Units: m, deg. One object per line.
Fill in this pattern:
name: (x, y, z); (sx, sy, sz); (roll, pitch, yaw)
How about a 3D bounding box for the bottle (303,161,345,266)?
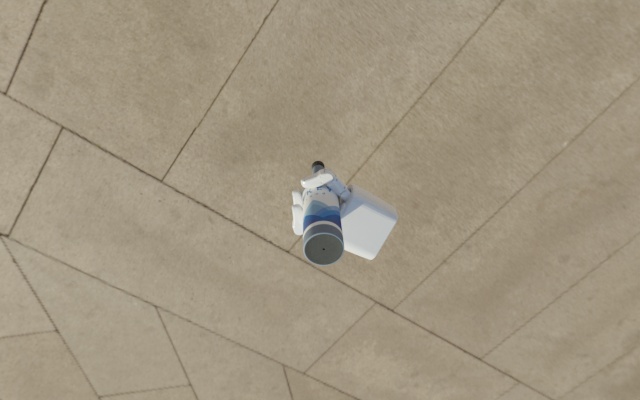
bottle: (0.000, 0.003, 0.887); (0.069, 0.069, 0.295); (0, 31, -2)
